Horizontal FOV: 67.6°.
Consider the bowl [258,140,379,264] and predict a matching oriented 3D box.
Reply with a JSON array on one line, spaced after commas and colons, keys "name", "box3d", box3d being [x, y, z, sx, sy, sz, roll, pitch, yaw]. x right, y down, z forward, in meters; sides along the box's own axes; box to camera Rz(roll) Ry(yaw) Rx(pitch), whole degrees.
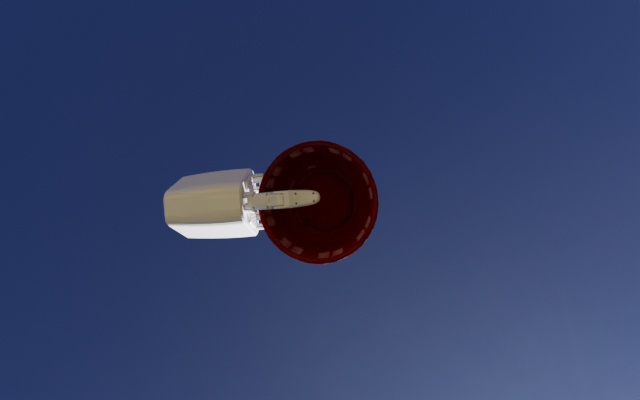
[{"name": "bowl", "box3d": [0.001, 0.002, 0.646, 0.162, 0.162, 0.055, 0, 1, 12]}]
